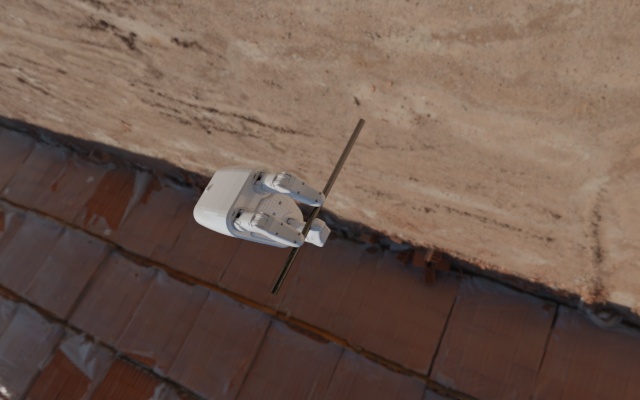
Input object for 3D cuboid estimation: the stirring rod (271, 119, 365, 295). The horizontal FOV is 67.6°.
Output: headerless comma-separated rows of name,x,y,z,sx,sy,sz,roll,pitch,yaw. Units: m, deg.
stirring rod,0.000,0.002,0.568,0.011,0.239,0.011,25,-16,8
